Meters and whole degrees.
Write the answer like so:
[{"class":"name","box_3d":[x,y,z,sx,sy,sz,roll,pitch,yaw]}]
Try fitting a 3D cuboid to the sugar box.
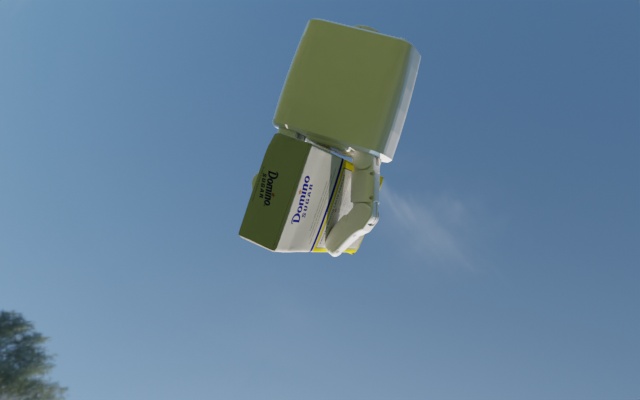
[{"class":"sugar box","box_3d":[0.000,0.001,0.458,0.048,0.093,0.176,21,2,29]}]
